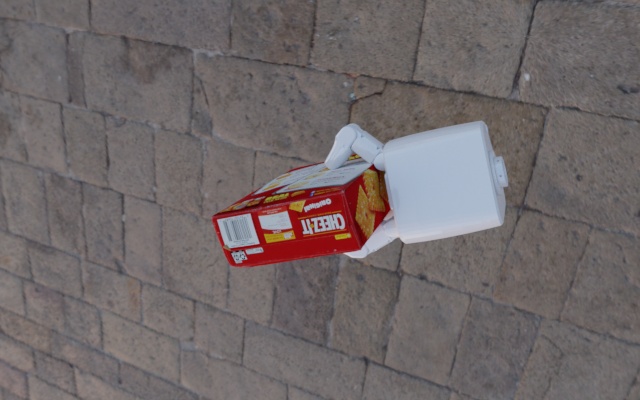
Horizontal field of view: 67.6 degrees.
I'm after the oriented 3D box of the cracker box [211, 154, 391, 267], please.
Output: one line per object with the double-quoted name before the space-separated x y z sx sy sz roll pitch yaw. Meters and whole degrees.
"cracker box" 0.000 0.002 0.579 0.164 0.072 0.213 -11 13 26
